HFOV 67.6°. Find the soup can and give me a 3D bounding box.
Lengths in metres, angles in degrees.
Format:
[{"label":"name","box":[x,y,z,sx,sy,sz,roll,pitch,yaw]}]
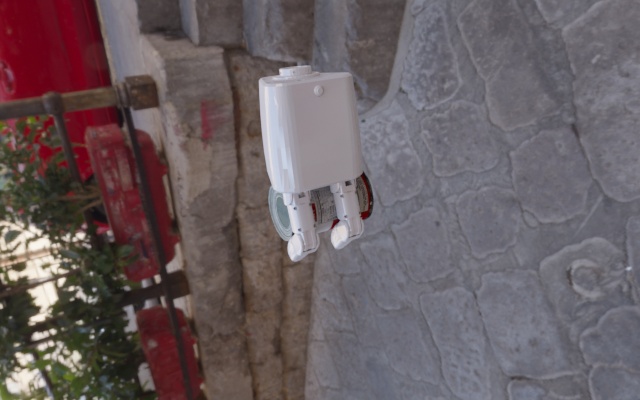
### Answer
[{"label":"soup can","box":[0.000,0.002,0.545,0.102,0.068,0.068,-15,6,-24]}]
